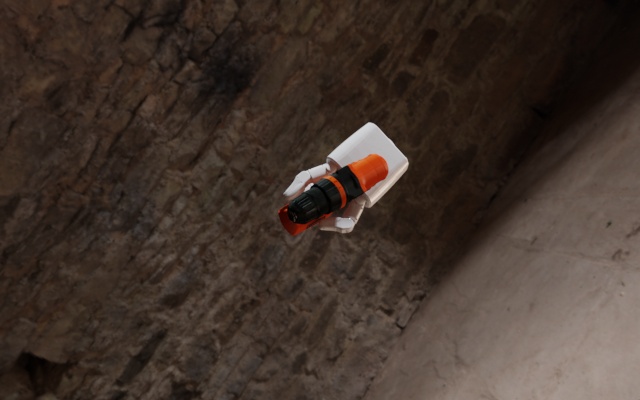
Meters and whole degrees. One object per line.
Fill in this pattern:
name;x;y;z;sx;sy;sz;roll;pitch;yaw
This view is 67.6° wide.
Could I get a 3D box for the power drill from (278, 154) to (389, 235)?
power drill;0.000;0.002;0.761;0.184;0.057;0.188;-28;-1;-30
